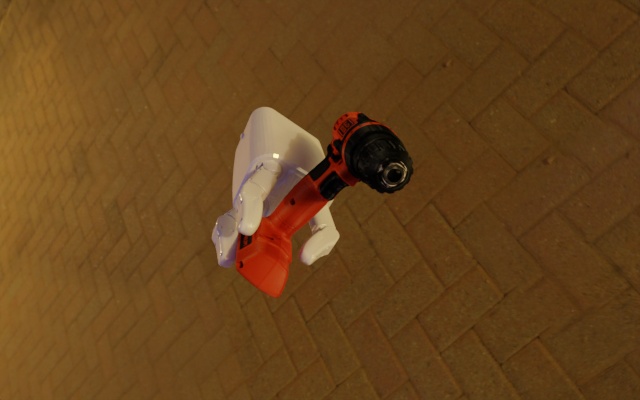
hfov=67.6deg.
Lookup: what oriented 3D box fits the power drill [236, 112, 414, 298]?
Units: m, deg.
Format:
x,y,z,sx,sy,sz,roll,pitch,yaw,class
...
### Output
x,y,z,sx,sy,sz,roll,pitch,yaw,class
0.000,0.002,0.452,0.057,0.188,0.184,42,10,-16,power drill
